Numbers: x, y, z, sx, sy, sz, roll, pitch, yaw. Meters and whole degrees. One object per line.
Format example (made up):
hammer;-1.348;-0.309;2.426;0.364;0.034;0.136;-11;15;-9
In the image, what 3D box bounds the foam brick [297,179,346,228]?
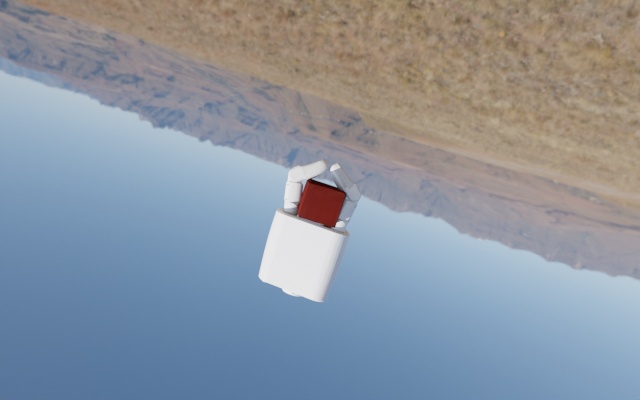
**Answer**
foam brick;0.000;0.002;0.670;0.053;0.051;0.078;18;5;-6
